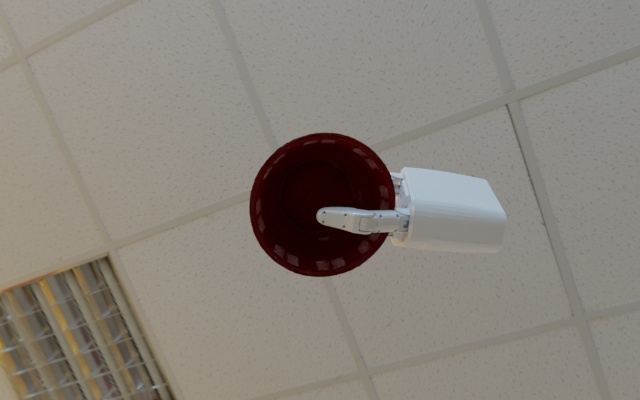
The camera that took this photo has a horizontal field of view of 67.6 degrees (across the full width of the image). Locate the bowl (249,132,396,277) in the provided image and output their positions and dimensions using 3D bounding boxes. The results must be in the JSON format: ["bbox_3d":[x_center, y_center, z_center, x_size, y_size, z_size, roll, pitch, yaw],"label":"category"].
[{"bbox_3d":[-0.001,0.001,0.540,0.162,0.162,0.055,0,14,-10],"label":"bowl"}]
